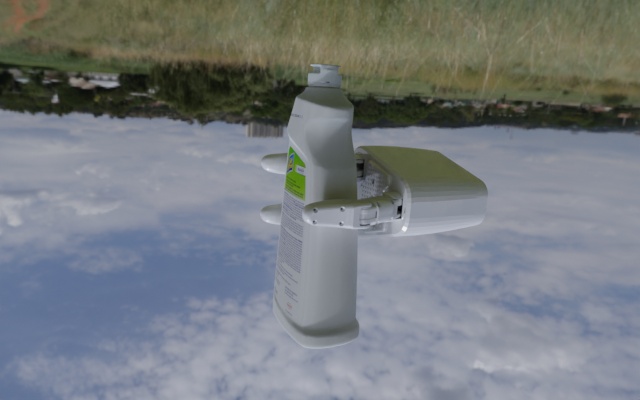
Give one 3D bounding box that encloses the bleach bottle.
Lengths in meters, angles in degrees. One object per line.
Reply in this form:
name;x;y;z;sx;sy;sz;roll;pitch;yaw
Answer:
bleach bottle;0.000;0.002;0.452;0.068;0.251;0.102;-2;14;-27
